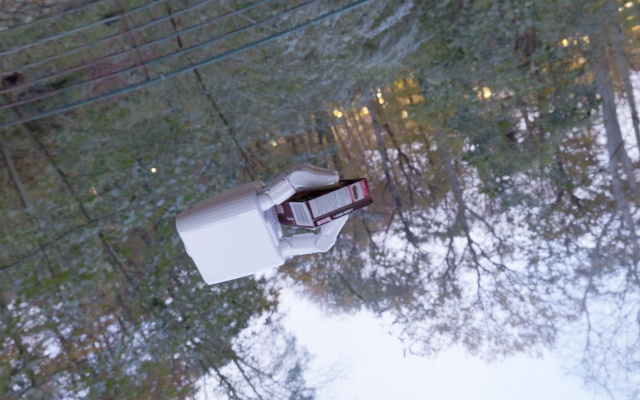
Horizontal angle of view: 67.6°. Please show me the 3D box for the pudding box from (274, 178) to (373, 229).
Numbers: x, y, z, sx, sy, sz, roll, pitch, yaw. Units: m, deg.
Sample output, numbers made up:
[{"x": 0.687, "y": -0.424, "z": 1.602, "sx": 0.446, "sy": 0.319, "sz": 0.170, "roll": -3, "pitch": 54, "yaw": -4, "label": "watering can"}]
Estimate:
[{"x": 0.000, "y": 0.002, "z": 0.615, "sx": 0.090, "sy": 0.039, "sz": 0.113, "roll": -22, "pitch": 12, "yaw": -24, "label": "pudding box"}]
